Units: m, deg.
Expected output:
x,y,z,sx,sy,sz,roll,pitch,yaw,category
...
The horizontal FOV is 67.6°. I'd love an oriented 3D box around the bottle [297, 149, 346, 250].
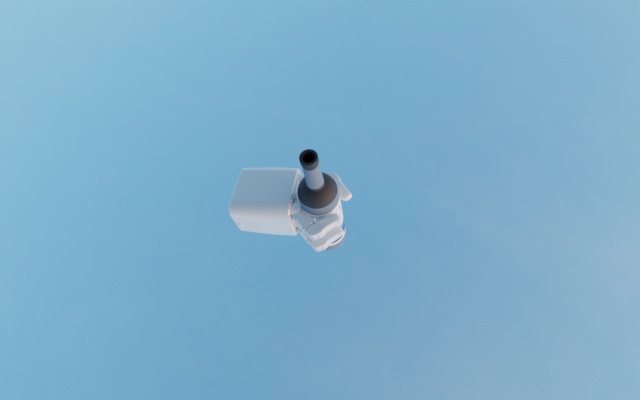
x,y,z,sx,sy,sz,roll,pitch,yaw,category
0.000,0.003,0.803,0.069,0.069,0.296,0,-26,7,bottle
